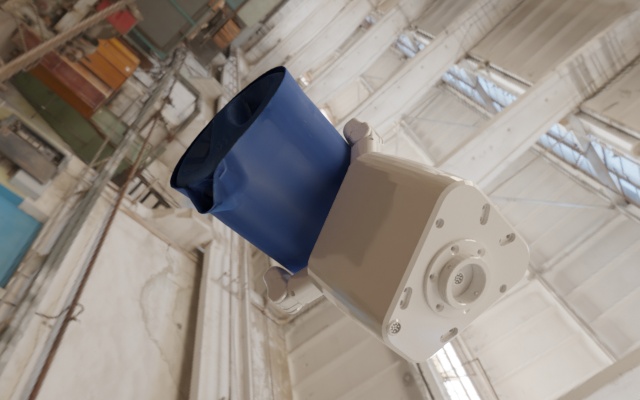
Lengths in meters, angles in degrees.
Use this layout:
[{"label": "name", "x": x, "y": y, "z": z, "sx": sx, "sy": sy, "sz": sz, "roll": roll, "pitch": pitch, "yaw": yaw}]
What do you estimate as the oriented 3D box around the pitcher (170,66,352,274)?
[{"label": "pitcher", "x": 0.000, "y": 0.002, "z": 0.444, "sx": 0.243, "sy": 0.149, "sz": 0.145, "roll": 43, "pitch": -7, "yaw": -26}]
